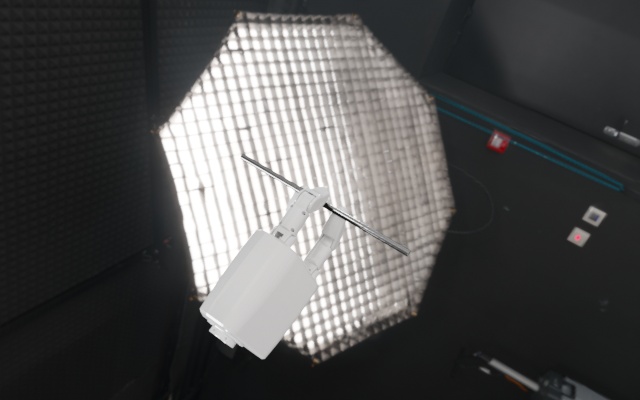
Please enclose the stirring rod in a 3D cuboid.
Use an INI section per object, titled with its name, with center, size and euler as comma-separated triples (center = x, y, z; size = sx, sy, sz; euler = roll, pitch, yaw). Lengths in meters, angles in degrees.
[stirring rod]
center = 0.000, 0.002, 0.572
size = 0.239, 0.011, 0.011
euler = 30, 9, 17
